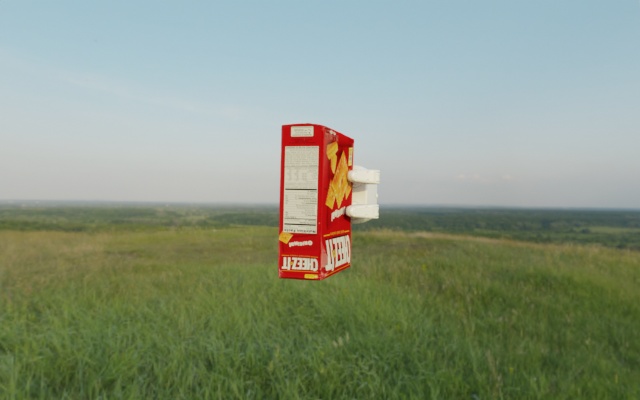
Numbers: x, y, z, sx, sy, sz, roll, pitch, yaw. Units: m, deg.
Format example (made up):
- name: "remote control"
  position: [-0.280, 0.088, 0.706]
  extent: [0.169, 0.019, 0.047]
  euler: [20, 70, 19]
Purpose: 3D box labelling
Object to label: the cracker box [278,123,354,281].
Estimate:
- name: "cracker box"
  position: [0.000, 0.002, 0.718]
  extent: [0.072, 0.213, 0.164]
  euler: [1, 0, 18]
